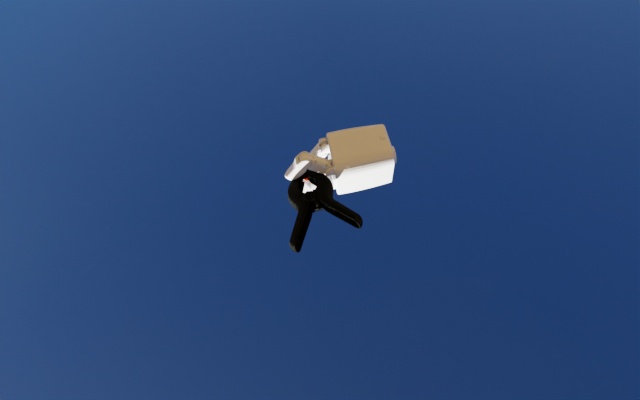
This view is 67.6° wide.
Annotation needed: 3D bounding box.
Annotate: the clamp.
[{"bbox_3d":[0.000,0.003,0.794,0.120,0.171,0.039,-11,-38,1],"label":"clamp"}]
